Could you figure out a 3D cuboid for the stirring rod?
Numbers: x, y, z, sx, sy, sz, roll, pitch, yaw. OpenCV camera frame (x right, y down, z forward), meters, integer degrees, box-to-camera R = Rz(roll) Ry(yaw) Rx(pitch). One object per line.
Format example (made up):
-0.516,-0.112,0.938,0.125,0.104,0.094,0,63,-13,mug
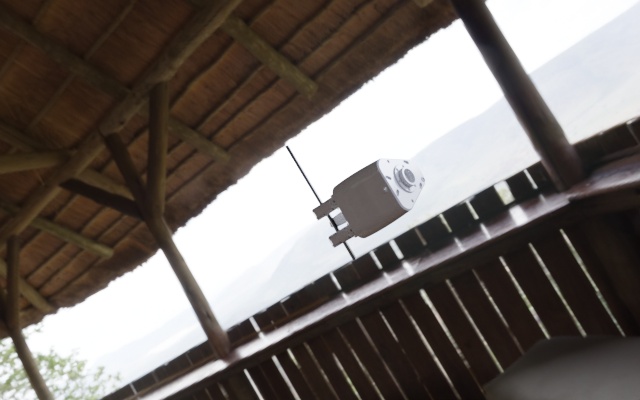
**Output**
0.000,0.003,0.864,0.011,0.239,0.011,-31,-4,-2,stirring rod
